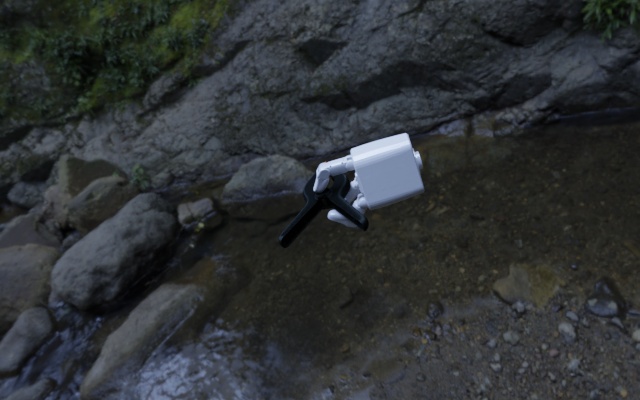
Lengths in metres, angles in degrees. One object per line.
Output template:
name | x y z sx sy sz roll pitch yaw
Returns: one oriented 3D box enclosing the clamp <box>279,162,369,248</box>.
clamp | 0.000 0.002 0.898 0.164 0.036 0.209 -17 38 10
